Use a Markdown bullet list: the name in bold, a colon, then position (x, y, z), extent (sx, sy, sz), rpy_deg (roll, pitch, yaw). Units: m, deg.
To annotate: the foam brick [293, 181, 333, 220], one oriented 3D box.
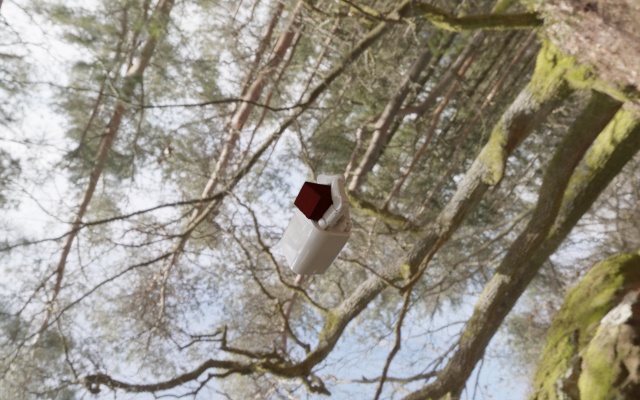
- **foam brick**: position (0.000, 0.003, 0.883), extent (0.078, 0.051, 0.053), rpy_deg (8, 30, -47)
